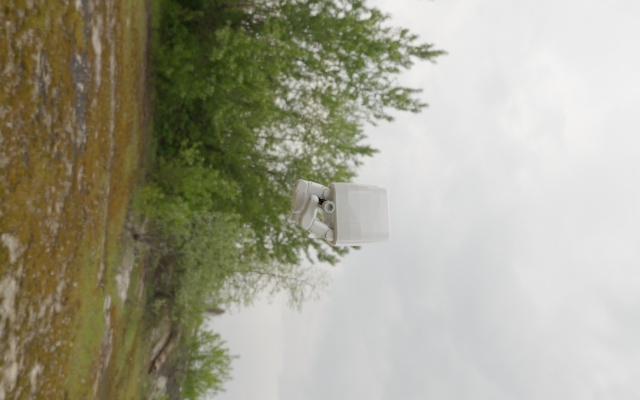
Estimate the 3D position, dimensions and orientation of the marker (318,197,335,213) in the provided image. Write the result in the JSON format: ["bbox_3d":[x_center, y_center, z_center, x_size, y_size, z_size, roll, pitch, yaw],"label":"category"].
[{"bbox_3d":[0.000,0.003,0.855,0.020,0.020,0.121,0,8,-14],"label":"marker"}]
